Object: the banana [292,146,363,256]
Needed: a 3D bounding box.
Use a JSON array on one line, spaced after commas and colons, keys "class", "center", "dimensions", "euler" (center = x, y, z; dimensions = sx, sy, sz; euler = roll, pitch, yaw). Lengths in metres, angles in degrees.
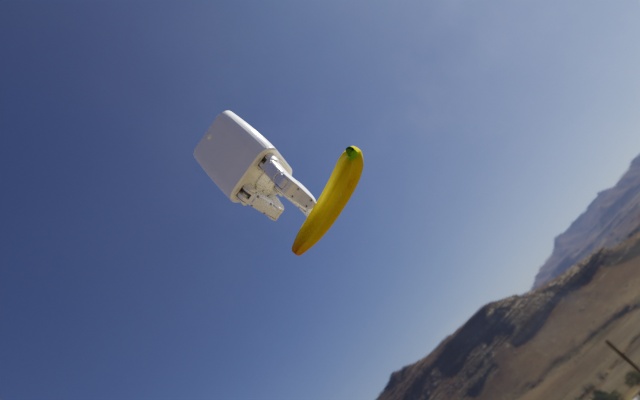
[{"class": "banana", "center": [0.013, -0.005, 0.659], "dimensions": [0.037, 0.198, 0.069], "euler": [43, 38, 23]}]
